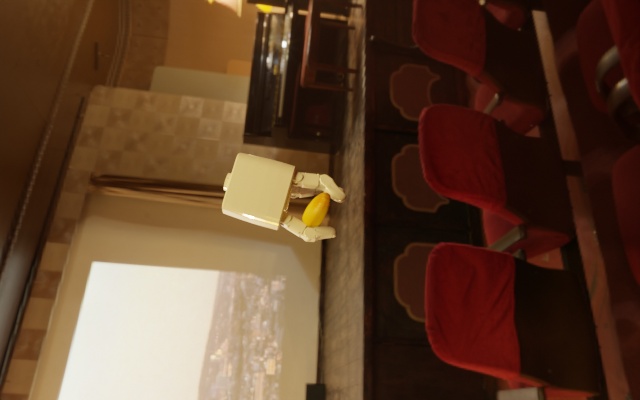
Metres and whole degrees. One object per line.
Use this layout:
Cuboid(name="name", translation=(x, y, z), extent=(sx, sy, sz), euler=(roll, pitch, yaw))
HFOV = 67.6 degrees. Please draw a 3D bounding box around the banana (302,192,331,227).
Cuboid(name="banana", translation=(-0.008, 0.020, 0.860), extent=(0.037, 0.069, 0.198), euler=(26, -2, 1))
